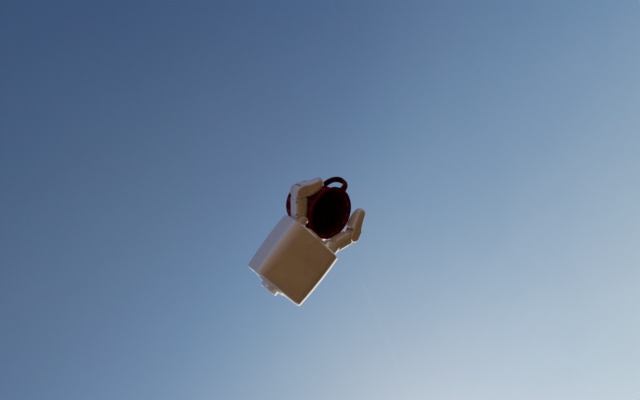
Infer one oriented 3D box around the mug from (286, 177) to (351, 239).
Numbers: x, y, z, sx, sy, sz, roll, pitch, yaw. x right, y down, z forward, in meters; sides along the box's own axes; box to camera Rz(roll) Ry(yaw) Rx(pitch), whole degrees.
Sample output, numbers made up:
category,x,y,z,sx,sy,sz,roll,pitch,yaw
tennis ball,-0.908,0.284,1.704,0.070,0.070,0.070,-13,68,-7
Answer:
category,x,y,z,sx,sy,sz,roll,pitch,yaw
mug,0.001,0.002,0.843,0.081,0.117,0.093,22,-21,47
